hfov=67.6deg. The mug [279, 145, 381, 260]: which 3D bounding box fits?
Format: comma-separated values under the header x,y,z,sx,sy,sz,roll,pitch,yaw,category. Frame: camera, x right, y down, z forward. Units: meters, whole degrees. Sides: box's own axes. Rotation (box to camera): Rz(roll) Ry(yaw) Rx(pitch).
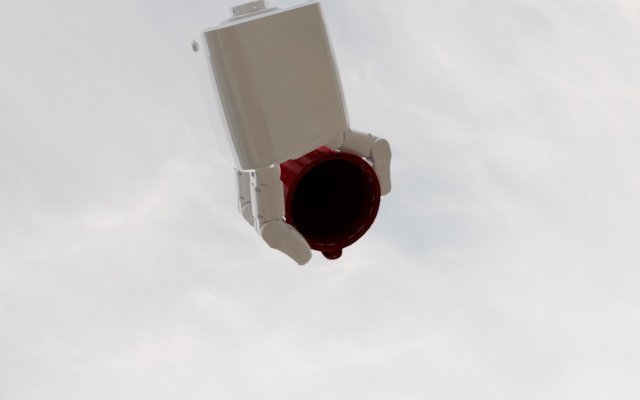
x,y,z,sx,sy,sz,roll,pitch,yaw,category
0.000,0.003,0.461,0.093,0.117,0.081,-19,24,-16,mug
